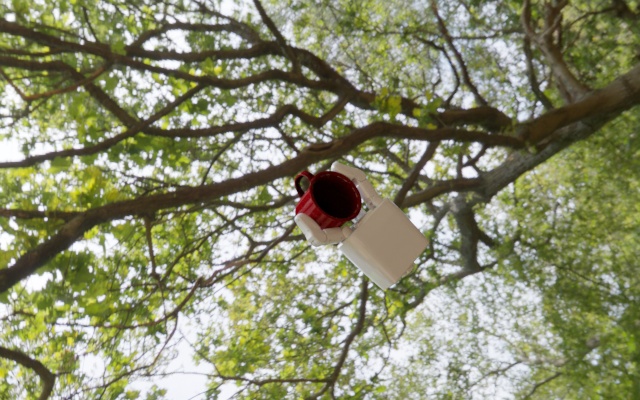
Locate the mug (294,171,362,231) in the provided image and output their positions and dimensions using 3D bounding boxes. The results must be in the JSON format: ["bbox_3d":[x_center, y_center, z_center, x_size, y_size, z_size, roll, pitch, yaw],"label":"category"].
[{"bbox_3d":[-0.001,0.002,0.788,0.093,0.117,0.081,-42,-4,-39],"label":"mug"}]
